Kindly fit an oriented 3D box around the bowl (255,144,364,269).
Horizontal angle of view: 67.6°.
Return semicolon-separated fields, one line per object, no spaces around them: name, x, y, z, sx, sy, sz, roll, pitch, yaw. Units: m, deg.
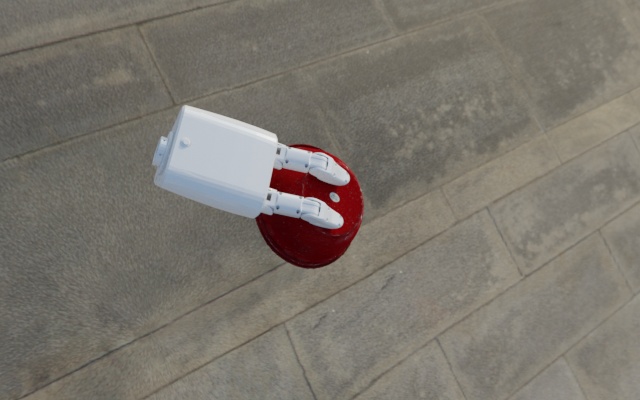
bowl;0.001;0.002;0.591;0.162;0.162;0.055;0;-10;-36
